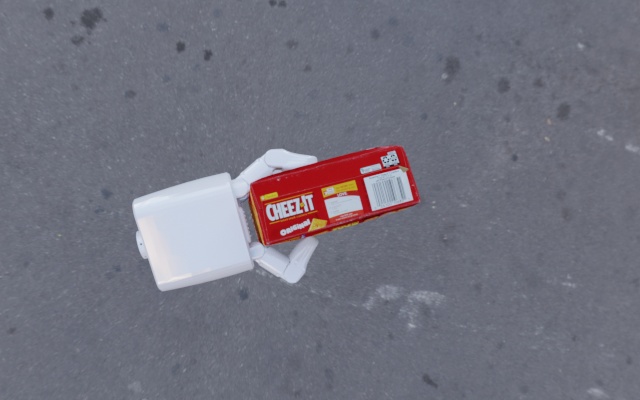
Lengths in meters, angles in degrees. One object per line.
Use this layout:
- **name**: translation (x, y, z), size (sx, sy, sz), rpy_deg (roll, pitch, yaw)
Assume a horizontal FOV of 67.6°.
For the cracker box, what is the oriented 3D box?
- **cracker box**: translation (0.000, 0.002, 0.571), size (0.164, 0.072, 0.214), rpy_deg (-15, -3, -10)
